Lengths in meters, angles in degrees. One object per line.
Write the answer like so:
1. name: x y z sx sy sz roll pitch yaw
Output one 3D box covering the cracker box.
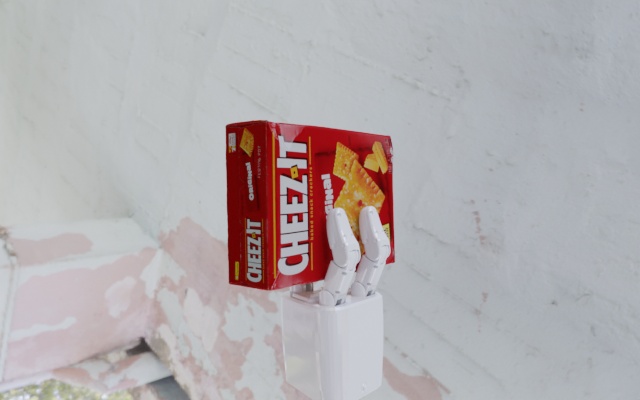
1. cracker box: 0.000 0.002 0.538 0.072 0.164 0.213 0 2 41
